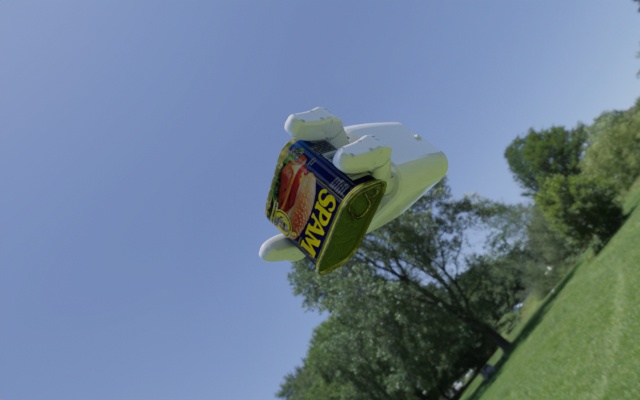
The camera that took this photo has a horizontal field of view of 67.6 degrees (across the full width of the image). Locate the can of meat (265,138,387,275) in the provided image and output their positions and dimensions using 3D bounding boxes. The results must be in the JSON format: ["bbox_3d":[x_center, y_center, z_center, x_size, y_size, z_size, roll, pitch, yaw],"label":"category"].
[{"bbox_3d":[0.000,0.001,0.435,0.057,0.102,0.084,-21,52,-43],"label":"can of meat"}]
